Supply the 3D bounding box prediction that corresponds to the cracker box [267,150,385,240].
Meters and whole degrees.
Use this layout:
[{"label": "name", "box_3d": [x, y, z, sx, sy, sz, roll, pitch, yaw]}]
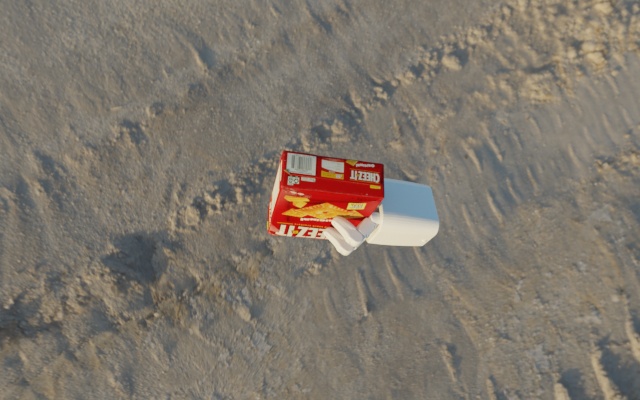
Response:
[{"label": "cracker box", "box_3d": [0.000, 0.002, 0.822, 0.164, 0.072, 0.214, 7, -25, -9]}]
